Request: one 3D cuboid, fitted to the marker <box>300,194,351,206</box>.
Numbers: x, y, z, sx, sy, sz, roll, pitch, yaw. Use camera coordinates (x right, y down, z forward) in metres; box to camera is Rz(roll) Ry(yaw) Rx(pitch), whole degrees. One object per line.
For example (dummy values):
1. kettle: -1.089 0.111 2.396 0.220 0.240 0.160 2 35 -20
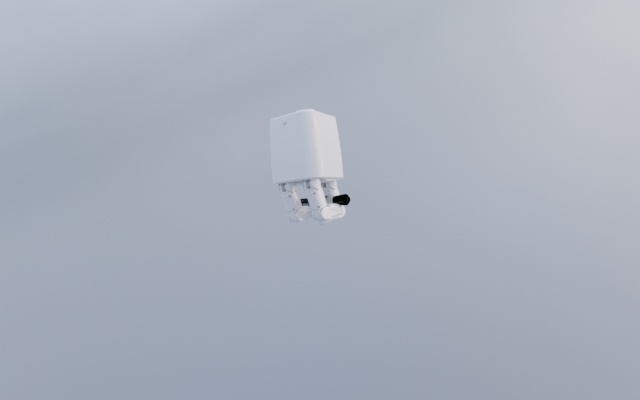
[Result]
1. marker: 0.000 0.003 0.799 0.121 0.020 0.020 -6 -4 41
